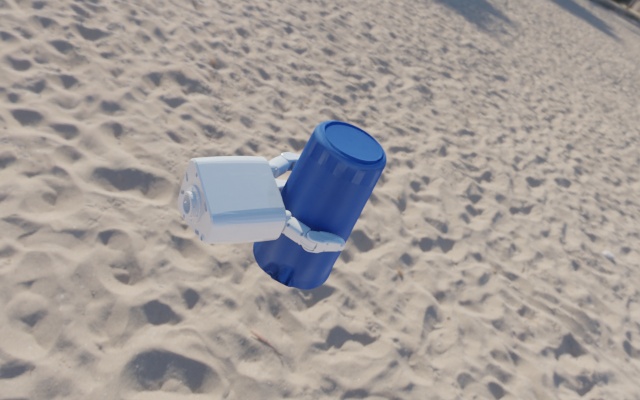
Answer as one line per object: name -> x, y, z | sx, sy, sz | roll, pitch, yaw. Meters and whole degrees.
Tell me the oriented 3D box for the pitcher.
pitcher -> 0.000, 0.002, 0.714 | 0.145, 0.243, 0.149 | -2, 44, -36
